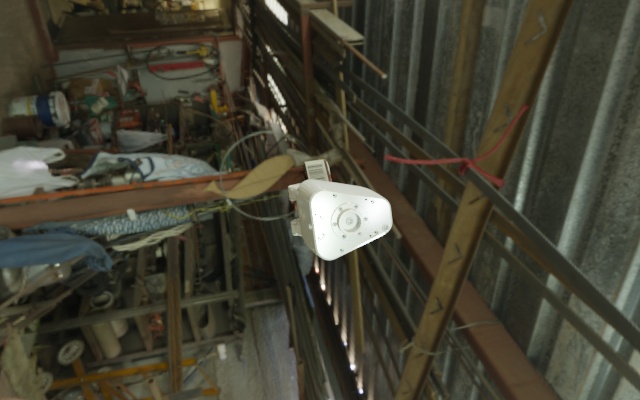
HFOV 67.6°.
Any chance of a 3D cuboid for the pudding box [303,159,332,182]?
[{"bbox_3d":[0.000,0.002,0.769,0.039,0.113,0.090,-8,-20,-7],"label":"pudding box"}]
